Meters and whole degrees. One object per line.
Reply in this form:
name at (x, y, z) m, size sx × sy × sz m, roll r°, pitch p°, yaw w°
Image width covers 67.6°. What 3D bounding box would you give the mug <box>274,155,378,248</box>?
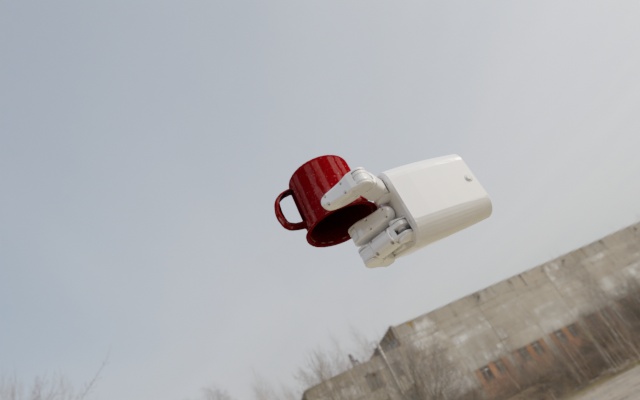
mug at (-0.001, 0.002, 0.582) m, size 0.117 × 0.081 × 0.093 m, roll -16°, pitch -31°, yaw -17°
